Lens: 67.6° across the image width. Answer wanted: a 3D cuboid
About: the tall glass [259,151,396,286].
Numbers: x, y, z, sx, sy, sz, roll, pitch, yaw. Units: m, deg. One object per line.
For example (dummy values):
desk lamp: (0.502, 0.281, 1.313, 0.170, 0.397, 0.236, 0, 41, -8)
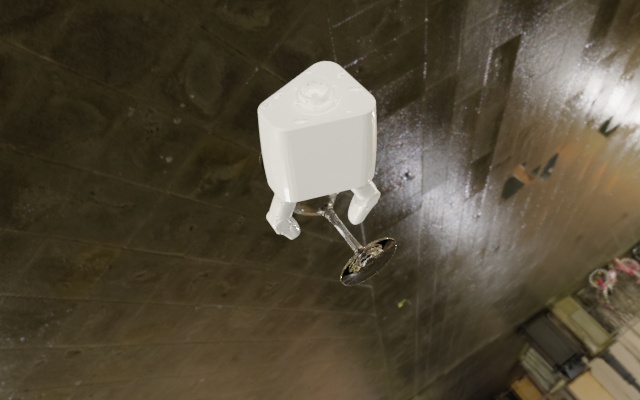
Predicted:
tall glass: (0.000, 0.002, 0.571, 0.079, 0.079, 0.201, 0, 41, -45)
